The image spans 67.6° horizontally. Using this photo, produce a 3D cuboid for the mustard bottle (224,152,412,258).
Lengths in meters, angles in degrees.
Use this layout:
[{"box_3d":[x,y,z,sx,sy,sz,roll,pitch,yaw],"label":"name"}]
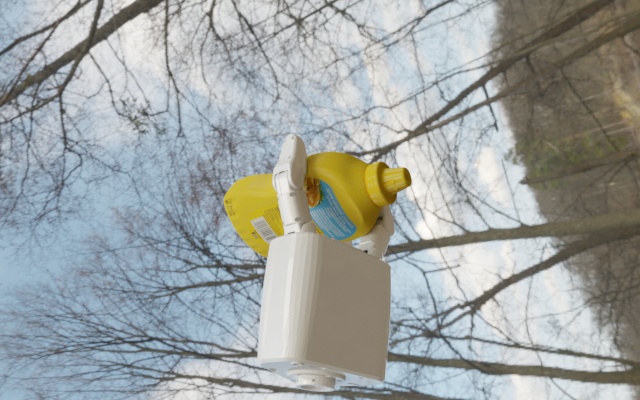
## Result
[{"box_3d":[0.000,0.001,0.476,0.191,0.096,0.058,-16,29,33],"label":"mustard bottle"}]
